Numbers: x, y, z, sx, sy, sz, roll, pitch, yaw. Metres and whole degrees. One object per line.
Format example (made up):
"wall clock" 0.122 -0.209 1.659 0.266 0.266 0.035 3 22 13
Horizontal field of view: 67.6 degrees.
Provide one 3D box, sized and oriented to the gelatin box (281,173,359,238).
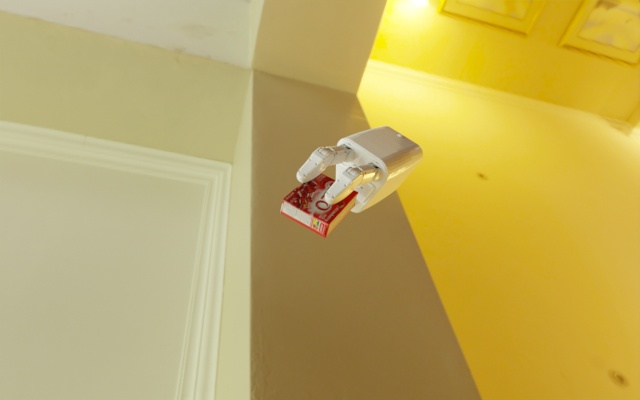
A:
"gelatin box" 0.000 0.003 0.656 0.073 0.030 0.089 28 43 17
